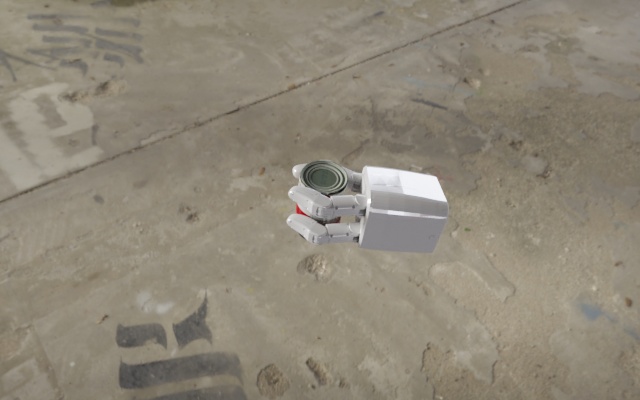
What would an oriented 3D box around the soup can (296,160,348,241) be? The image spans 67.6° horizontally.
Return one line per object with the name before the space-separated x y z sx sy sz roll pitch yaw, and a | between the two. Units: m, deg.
soup can | 0.000 0.002 0.675 0.068 0.068 0.102 0 -43 -8
